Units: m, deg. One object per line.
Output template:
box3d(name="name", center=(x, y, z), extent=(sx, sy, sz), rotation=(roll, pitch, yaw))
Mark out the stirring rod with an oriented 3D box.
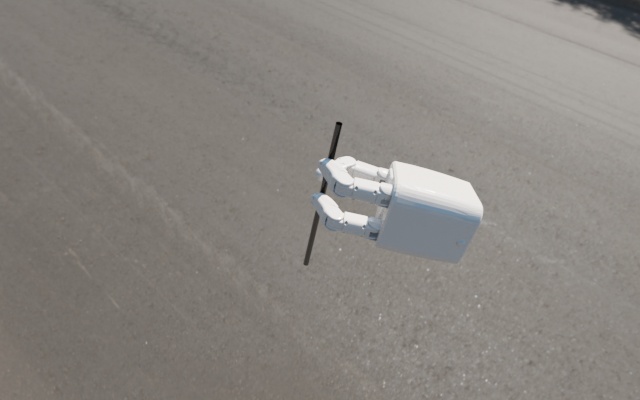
box3d(name="stirring rod", center=(0.000, 0.002, 0.627), extent=(0.011, 0.240, 0.011), rotation=(8, 39, -7))
